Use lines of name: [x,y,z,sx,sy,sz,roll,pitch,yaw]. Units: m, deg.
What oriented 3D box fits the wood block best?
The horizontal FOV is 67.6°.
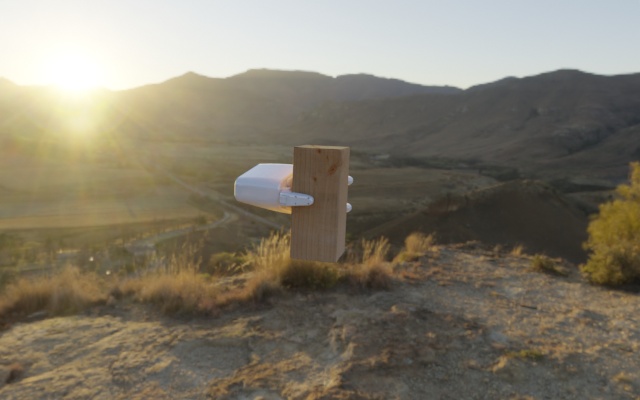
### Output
wood block: [0.000,0.003,0.896,0.090,0.206,0.091,5,10,14]
